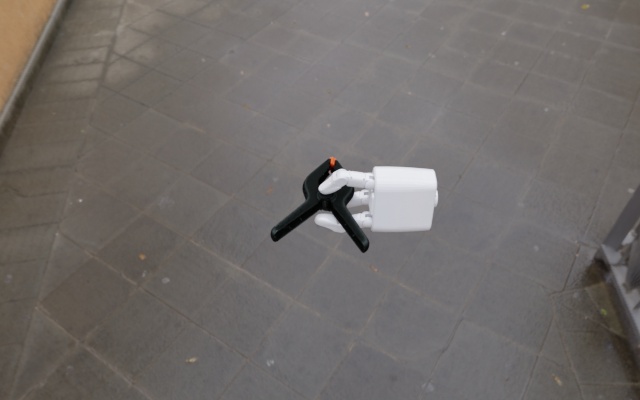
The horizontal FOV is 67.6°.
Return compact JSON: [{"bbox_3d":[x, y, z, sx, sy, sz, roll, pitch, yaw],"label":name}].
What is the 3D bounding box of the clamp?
[{"bbox_3d":[0.000,0.002,0.848,0.164,0.209,0.036,2,-42,-1],"label":"clamp"}]
